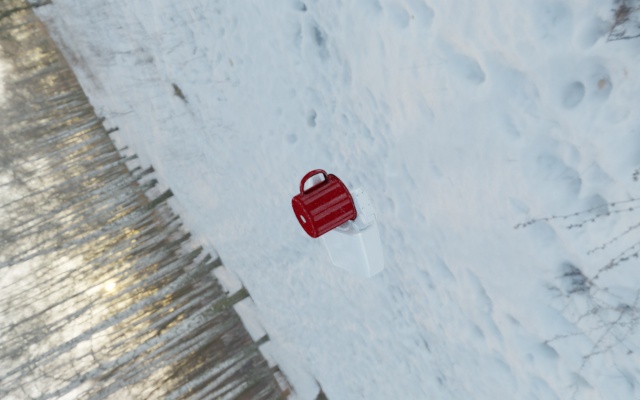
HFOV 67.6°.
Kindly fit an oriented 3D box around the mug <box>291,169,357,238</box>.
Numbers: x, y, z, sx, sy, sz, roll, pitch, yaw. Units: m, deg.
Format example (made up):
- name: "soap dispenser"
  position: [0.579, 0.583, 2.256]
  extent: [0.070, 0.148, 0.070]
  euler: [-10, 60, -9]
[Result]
- name: "mug"
  position: [0.000, 0.002, 0.812]
  extent: [0.081, 0.117, 0.093]
  euler: [-29, 32, -17]
